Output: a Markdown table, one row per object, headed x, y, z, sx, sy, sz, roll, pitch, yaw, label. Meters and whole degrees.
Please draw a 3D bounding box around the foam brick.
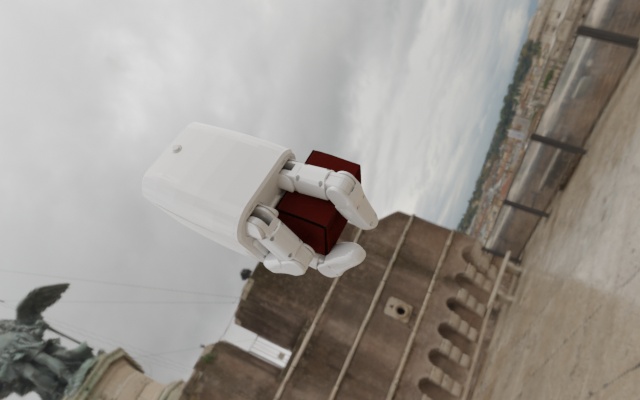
| x | y | z | sx | sy | sz | roll | pitch | yaw | label |
| --- | --- | --- | --- | --- | --- | --- | --- | --- | --- |
| 0.000 | 0.001 | 0.446 | 0.051 | 0.078 | 0.053 | 20 | -33 | 18 | foam brick |
